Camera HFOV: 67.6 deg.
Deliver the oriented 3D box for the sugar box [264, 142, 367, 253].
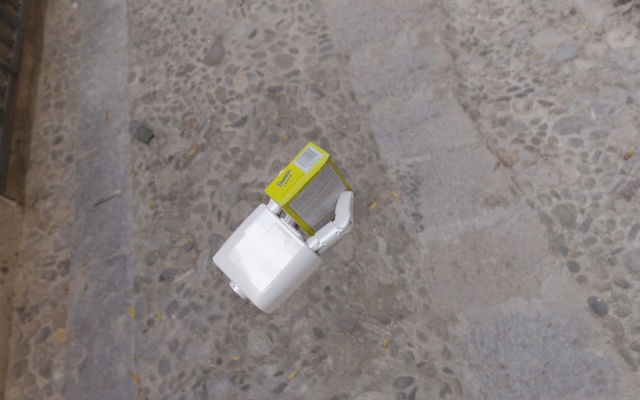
[{"bbox_3d":[0.000,0.002,0.688,0.048,0.093,0.176,40,-6,32],"label":"sugar box"}]
